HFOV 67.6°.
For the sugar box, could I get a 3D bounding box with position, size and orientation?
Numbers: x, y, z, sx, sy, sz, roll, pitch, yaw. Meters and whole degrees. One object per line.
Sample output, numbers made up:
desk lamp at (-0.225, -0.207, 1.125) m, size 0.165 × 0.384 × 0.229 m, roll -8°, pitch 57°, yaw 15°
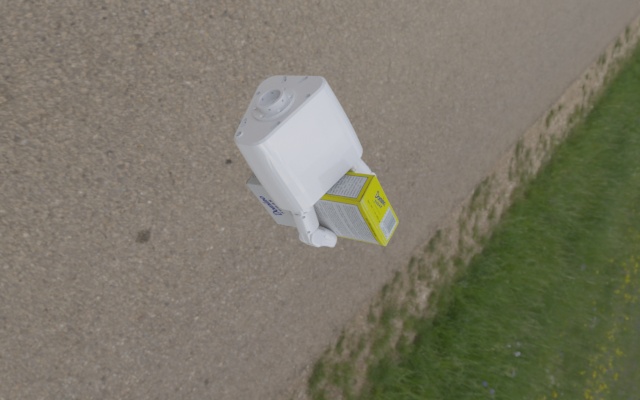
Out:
sugar box at (0.000, 0.001, 0.596) m, size 0.176 × 0.048 × 0.093 m, roll 12°, pitch -31°, yaw 37°
